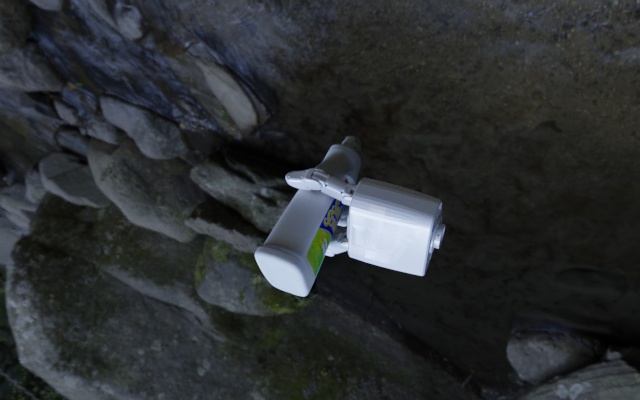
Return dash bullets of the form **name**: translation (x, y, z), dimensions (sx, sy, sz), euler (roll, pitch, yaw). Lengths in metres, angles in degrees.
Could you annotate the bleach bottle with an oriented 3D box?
- **bleach bottle**: translation (0.000, 0.002, 0.671), dimensions (0.068, 0.250, 0.103), euler (15, -31, 20)
